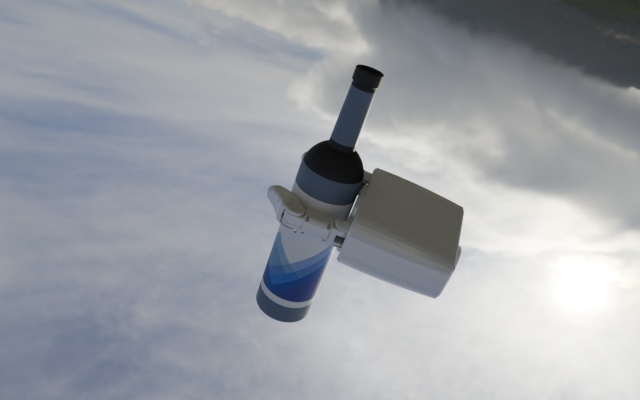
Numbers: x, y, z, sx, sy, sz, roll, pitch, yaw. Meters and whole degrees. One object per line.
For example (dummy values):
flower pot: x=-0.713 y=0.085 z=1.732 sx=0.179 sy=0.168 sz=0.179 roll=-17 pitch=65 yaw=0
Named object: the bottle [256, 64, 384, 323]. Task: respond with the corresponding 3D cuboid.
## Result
bottle: x=0.000 y=0.002 z=0.507 sx=0.069 sy=0.296 sz=0.069 roll=16 pitch=29 yaw=-9
